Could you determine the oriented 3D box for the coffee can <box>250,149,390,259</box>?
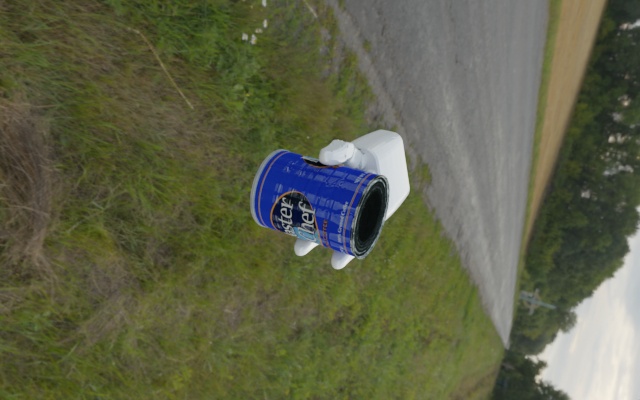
[{"bbox_3d":[0.000,0.002,0.585,0.140,0.103,0.103,17,7,25],"label":"coffee can"}]
